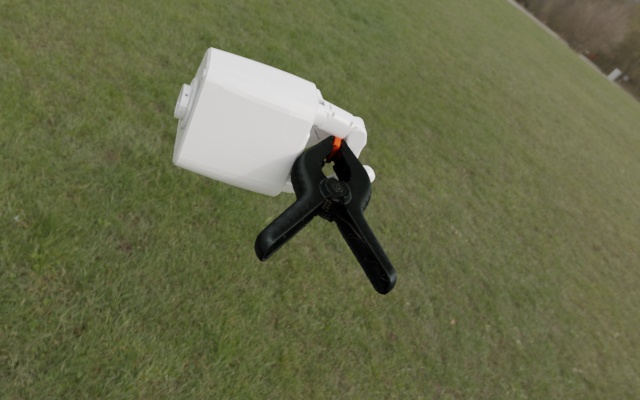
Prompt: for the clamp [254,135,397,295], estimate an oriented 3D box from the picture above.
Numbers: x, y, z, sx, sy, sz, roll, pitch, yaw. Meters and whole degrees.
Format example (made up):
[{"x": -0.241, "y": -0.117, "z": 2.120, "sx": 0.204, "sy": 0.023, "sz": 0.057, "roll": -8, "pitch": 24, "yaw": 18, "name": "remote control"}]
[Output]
[{"x": 0.000, "y": 0.001, "z": 0.427, "sx": 0.120, "sy": 0.171, "sz": 0.039, "roll": 16, "pitch": -48, "yaw": -24, "name": "clamp"}]
